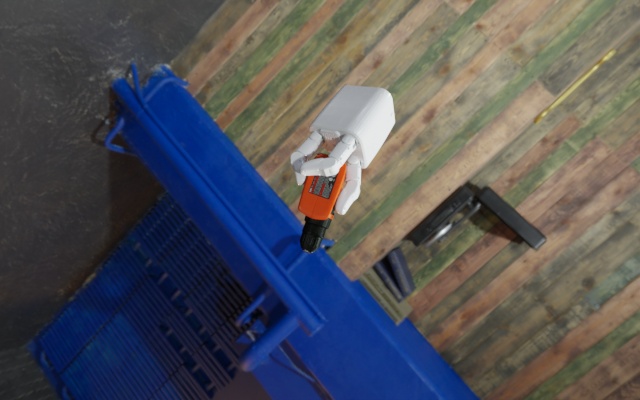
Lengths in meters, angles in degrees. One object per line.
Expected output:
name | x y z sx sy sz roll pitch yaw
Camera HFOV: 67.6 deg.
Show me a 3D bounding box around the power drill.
power drill | 0.000 0.002 0.839 0.057 0.184 0.188 17 -6 3
